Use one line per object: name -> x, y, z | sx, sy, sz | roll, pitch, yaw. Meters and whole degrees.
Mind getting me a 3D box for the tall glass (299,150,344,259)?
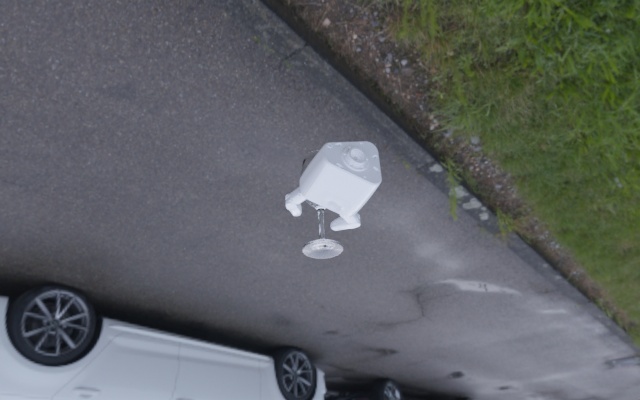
tall glass -> 0.000, 0.004, 0.899 | 0.079, 0.201, 0.079 | -2, -32, -1
